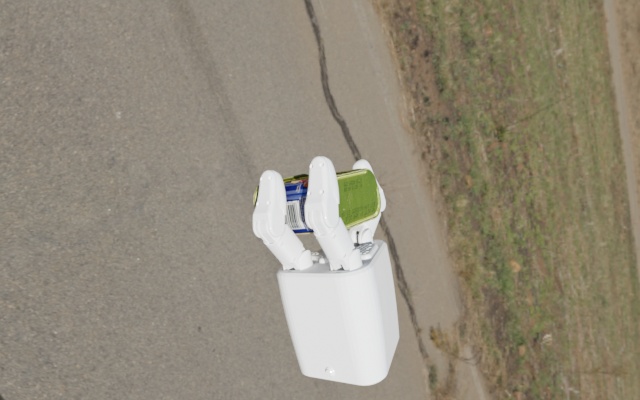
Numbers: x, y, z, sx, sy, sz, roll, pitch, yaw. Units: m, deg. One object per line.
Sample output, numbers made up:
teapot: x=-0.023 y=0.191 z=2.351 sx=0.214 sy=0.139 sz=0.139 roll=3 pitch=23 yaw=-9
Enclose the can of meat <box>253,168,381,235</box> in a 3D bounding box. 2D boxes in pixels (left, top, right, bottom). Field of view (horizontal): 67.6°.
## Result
can of meat: x=0.000 y=0.001 z=0.471 sx=0.084 sy=0.057 sz=0.102 roll=-5 pitch=7 yaw=35
